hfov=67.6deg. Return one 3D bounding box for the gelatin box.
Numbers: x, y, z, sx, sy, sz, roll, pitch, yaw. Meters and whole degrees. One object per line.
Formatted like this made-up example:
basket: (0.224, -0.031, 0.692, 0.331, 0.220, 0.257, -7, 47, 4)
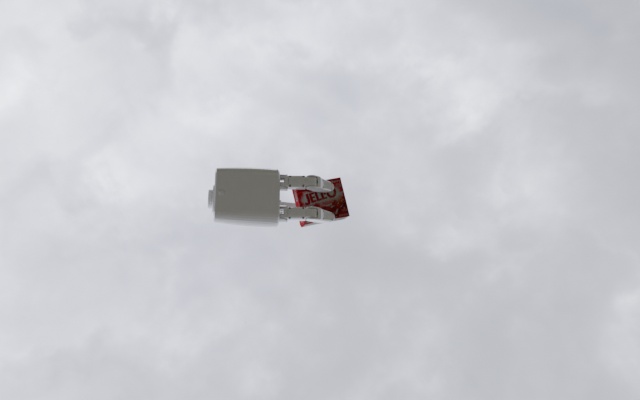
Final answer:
gelatin box: (0.000, 0.003, 0.845, 0.089, 0.073, 0.030, -10, -10, -20)
